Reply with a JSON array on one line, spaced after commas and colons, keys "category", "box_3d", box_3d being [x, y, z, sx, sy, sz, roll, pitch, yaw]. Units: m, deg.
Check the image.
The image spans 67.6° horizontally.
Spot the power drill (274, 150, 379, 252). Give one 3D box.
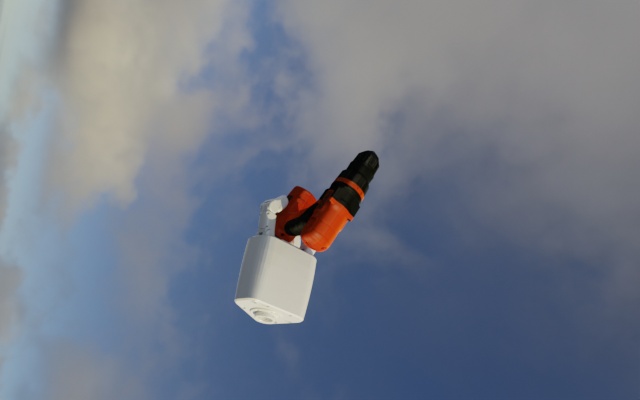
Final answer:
[{"category": "power drill", "box_3d": [0.000, 0.003, 0.773, 0.057, 0.184, 0.187, 44, -25, -16]}]
